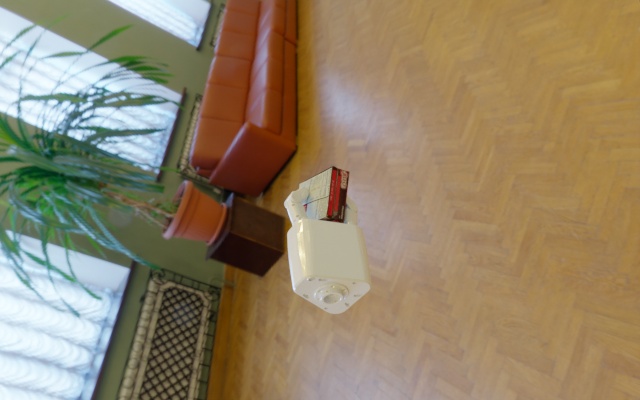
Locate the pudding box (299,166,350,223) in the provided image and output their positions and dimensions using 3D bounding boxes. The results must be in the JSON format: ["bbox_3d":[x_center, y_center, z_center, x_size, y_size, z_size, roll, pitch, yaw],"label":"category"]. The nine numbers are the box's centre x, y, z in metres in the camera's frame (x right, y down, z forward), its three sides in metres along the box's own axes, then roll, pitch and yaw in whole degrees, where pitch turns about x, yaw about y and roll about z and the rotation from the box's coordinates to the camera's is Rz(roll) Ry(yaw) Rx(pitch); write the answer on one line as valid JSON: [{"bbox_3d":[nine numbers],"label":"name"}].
[{"bbox_3d":[0.000,0.003,0.790,0.039,0.090,0.113,20,-23,-29],"label":"pudding box"}]
